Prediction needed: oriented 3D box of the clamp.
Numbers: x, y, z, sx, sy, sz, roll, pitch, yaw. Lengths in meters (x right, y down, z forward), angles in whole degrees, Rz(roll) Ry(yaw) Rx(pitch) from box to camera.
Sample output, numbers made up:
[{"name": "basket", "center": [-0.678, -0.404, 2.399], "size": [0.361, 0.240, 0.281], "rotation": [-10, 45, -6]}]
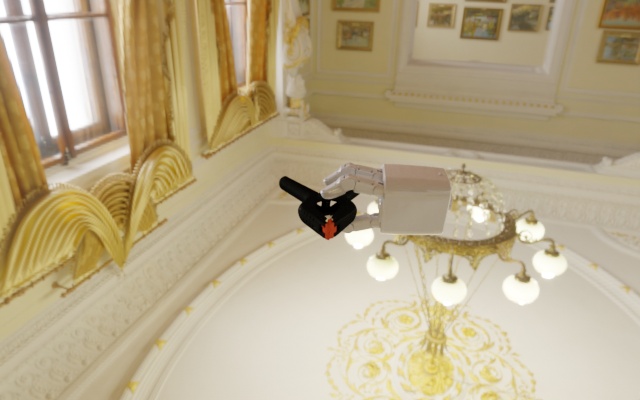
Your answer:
[{"name": "clamp", "center": [0.000, 0.004, 0.800], "size": [0.164, 0.036, 0.210], "rotation": [2, 25, 4]}]
